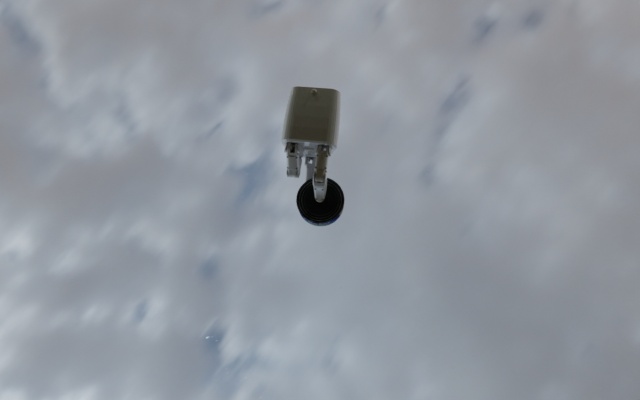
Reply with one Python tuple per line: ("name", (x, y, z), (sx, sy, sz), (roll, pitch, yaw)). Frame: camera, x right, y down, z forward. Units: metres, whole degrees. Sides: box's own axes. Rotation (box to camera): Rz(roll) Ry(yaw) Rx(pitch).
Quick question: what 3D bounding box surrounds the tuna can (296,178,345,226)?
("tuna can", (0.000, 0.003, 0.860), (0.086, 0.086, 0.034), (0, -16, 2))
